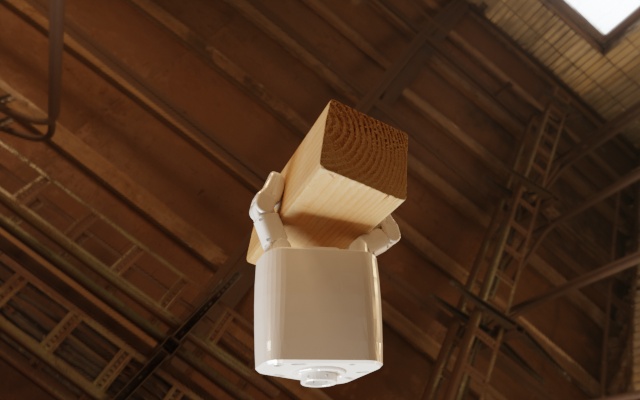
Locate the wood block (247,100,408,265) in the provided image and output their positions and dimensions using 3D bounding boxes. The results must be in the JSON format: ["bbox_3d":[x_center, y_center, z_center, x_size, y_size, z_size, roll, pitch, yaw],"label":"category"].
[{"bbox_3d":[0.000,0.002,0.524,0.091,0.090,0.206,21,-38,-16],"label":"wood block"}]
